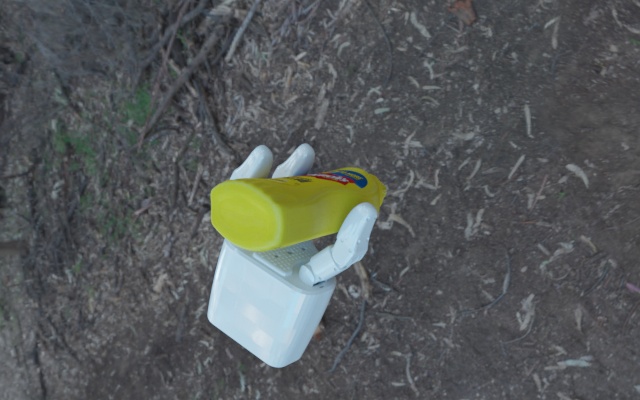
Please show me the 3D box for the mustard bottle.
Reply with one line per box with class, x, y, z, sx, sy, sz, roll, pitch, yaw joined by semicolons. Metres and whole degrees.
mustard bottle;0.000;0.001;0.454;0.096;0.058;0.191;10;14;43
